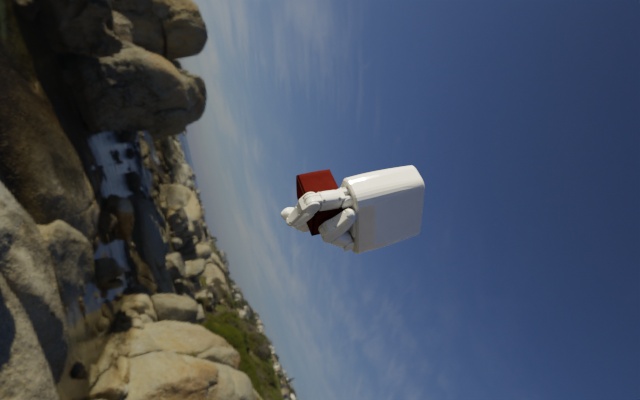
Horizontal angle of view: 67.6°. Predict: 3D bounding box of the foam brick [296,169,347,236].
[{"bbox_3d":[0.000,0.002,0.693,0.051,0.078,0.053,-14,-35,-13],"label":"foam brick"}]
